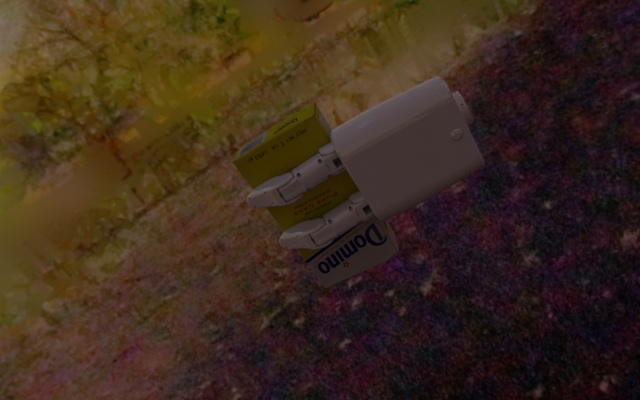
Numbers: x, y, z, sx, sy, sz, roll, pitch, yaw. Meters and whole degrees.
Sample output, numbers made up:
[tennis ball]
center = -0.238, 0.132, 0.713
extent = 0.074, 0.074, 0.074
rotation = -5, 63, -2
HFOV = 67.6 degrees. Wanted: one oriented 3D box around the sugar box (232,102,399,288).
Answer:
[sugar box]
center = 0.000, 0.002, 0.484
extent = 0.093, 0.176, 0.048
rotation = -28, 23, 15
